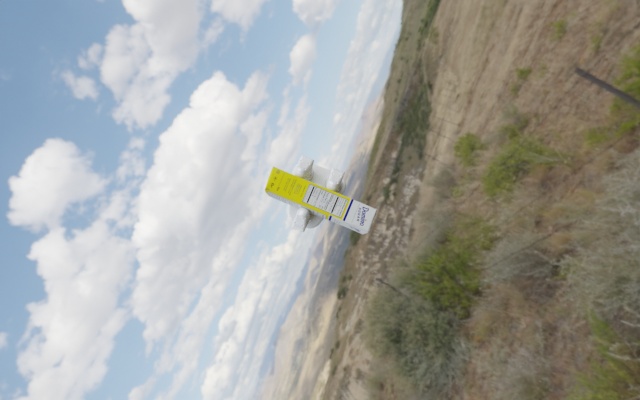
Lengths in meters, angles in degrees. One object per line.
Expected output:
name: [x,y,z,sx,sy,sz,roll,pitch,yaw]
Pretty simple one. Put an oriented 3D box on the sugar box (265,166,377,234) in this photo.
sugar box: [0.000,0.002,0.775,0.176,0.048,0.093,20,-6,1]
